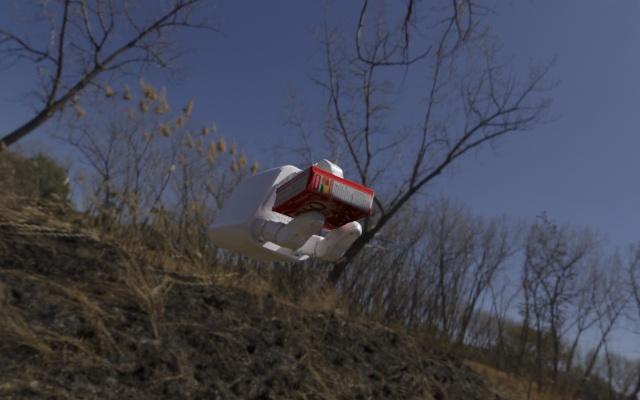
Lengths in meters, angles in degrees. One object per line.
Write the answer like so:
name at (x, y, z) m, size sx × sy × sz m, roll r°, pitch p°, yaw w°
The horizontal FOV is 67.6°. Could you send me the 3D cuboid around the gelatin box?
gelatin box at (0.000, 0.001, 0.495) m, size 0.073 × 0.030 × 0.089 m, roll 22°, pitch -24°, yaw -22°
